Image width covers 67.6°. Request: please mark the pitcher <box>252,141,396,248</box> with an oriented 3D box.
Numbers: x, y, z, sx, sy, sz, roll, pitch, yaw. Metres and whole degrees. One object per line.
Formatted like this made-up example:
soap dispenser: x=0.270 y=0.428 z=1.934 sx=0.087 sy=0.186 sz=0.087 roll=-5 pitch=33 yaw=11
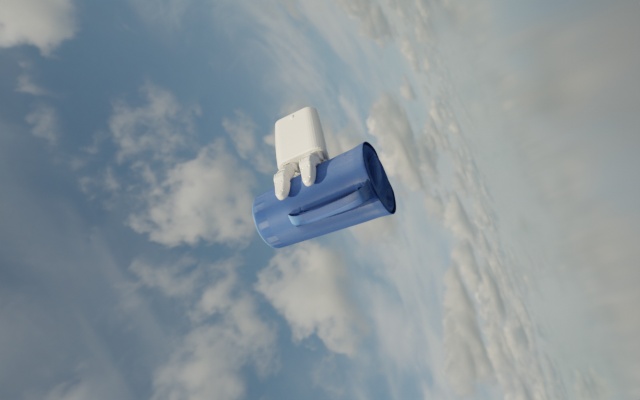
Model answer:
pitcher: x=0.000 y=0.003 z=0.846 sx=0.243 sy=0.145 sz=0.149 roll=-22 pitch=-34 yaw=21
